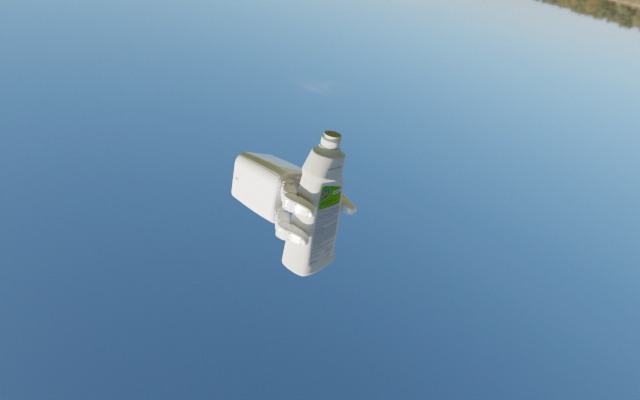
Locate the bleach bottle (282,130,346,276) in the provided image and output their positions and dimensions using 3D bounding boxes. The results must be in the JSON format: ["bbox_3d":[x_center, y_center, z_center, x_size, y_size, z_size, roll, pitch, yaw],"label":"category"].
[{"bbox_3d":[0.000,0.003,0.805,0.068,0.251,0.102,29,32,29],"label":"bleach bottle"}]
